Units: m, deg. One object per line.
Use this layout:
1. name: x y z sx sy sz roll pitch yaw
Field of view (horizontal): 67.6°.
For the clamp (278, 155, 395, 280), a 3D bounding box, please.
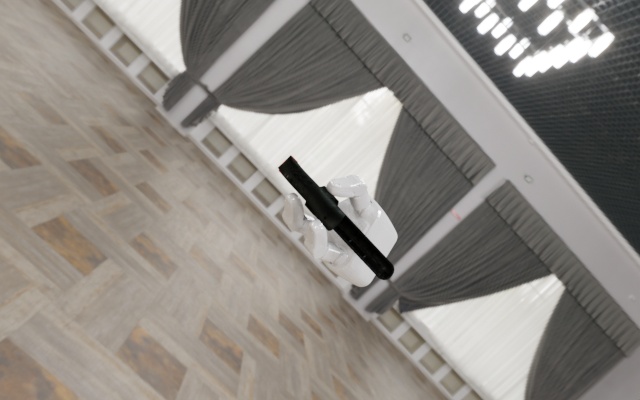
1. clamp: 0.000 0.001 0.595 0.210 0.036 0.165 48 0 34
